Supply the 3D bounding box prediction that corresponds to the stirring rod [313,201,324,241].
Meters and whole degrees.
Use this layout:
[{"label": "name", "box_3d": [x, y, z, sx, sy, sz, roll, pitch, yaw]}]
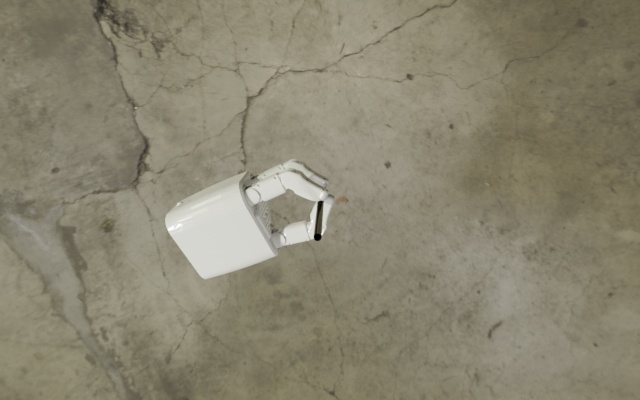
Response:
[{"label": "stirring rod", "box_3d": [0.000, 0.002, 0.576, 0.011, 0.011, 0.239, 0, 16, 1]}]
